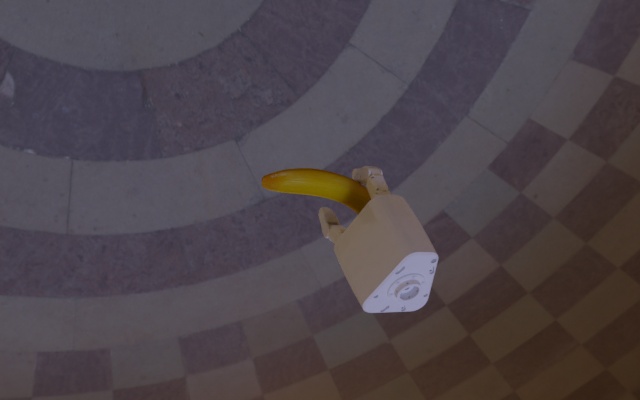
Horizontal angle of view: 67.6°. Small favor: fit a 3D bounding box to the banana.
[{"bbox_3d":[0.014,-0.009,0.662,0.198,0.037,0.070,24,-59,-36],"label":"banana"}]
